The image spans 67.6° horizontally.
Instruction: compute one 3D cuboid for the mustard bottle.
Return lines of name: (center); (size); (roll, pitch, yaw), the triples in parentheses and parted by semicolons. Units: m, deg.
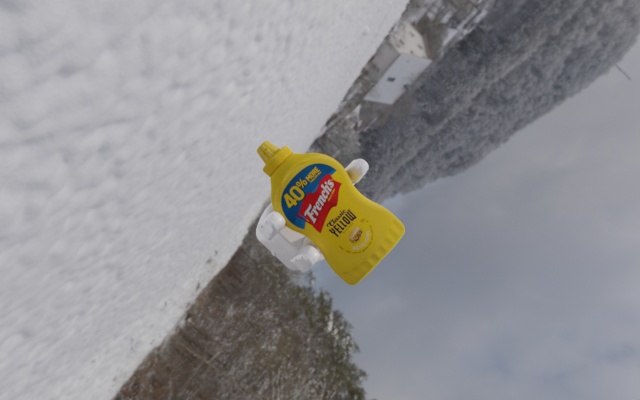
mustard bottle: (0.000, 0.002, 0.561); (0.191, 0.096, 0.058); (44, 1, -1)
